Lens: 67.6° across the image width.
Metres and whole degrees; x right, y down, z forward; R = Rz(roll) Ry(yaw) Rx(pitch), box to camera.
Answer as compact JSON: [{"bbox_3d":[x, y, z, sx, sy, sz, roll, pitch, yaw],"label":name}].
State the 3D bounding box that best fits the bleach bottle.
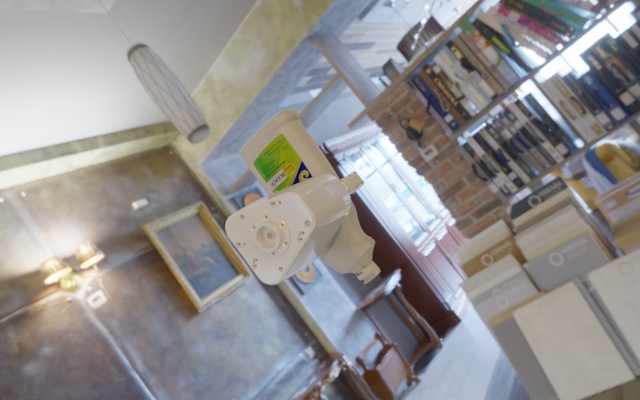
[{"bbox_3d":[0.000,0.002,0.659,0.102,0.251,0.068,-40,-5,26],"label":"bleach bottle"}]
